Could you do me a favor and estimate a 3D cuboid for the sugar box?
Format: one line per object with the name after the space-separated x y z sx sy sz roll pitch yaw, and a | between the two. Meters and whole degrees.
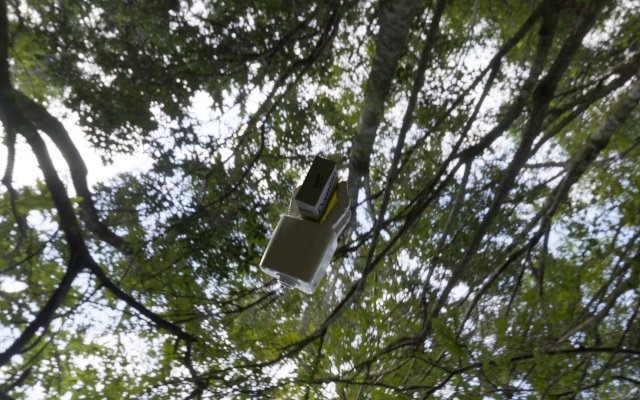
0.001 0.003 0.885 0.048 0.093 0.176 21 -21 12 | sugar box
